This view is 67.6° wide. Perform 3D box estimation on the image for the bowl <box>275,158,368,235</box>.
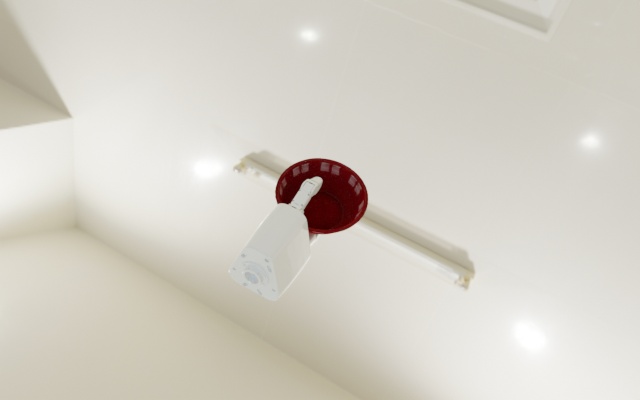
[{"bbox_3d":[0.001,0.002,0.843,0.162,0.162,0.055,0,-35,-7],"label":"bowl"}]
